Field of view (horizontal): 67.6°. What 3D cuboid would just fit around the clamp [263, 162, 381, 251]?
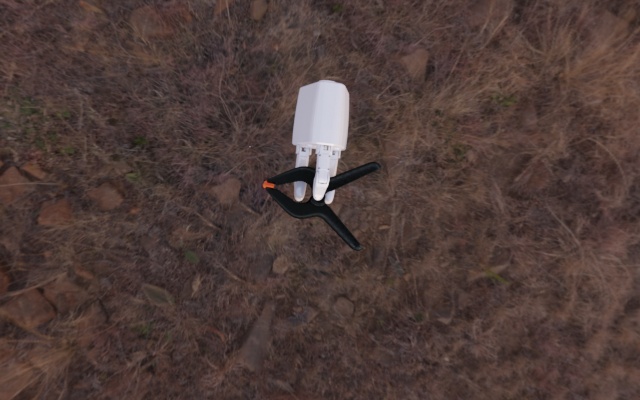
[{"bbox_3d":[0.000,0.003,0.857,0.210,0.164,0.036,5,0,-9],"label":"clamp"}]
